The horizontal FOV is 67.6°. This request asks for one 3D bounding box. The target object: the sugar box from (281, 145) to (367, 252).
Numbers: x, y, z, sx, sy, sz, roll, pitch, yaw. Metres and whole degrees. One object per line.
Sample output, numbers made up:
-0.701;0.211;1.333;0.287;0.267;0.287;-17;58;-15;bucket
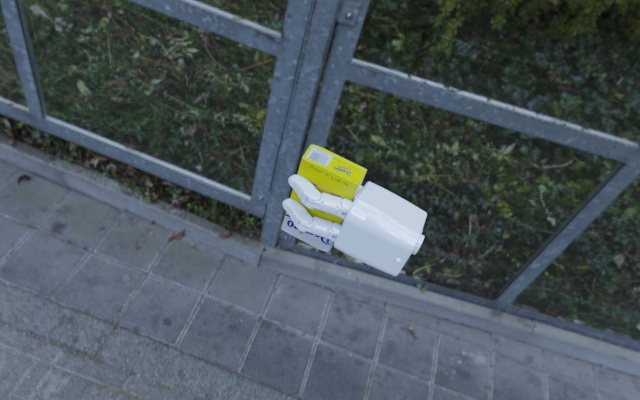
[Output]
0.000;0.003;0.750;0.093;0.176;0.048;27;46;7;sugar box
